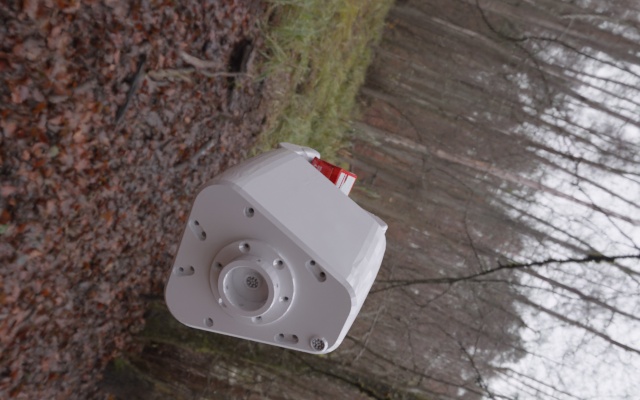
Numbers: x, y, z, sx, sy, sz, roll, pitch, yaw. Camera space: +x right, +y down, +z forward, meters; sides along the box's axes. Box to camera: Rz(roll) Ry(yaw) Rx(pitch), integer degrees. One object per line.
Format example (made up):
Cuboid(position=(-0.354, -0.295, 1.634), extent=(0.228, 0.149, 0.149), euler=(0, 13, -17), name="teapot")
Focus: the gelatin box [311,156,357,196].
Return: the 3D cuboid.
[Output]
Cuboid(position=(0.001, 0.002, 0.442), extent=(0.030, 0.073, 0.089), euler=(26, 5, 12), name="gelatin box")
